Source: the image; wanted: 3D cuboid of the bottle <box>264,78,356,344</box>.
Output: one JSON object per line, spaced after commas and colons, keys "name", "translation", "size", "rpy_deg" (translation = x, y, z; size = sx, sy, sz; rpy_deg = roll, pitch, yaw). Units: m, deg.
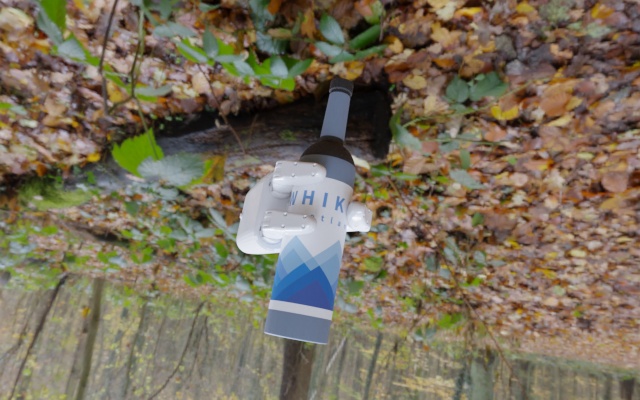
{"name": "bottle", "translation": [0.000, 0.002, 0.527], "size": [0.069, 0.295, 0.069], "rpy_deg": [10, -15, 3]}
